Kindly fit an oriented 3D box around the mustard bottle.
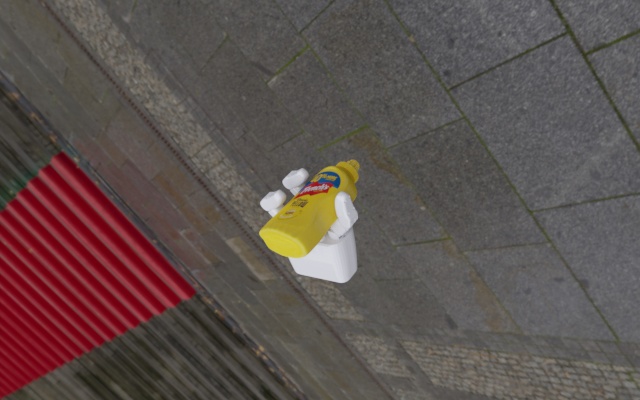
[{"bbox_3d":[0.000,0.002,0.723,0.096,0.058,0.191,2,41,50],"label":"mustard bottle"}]
